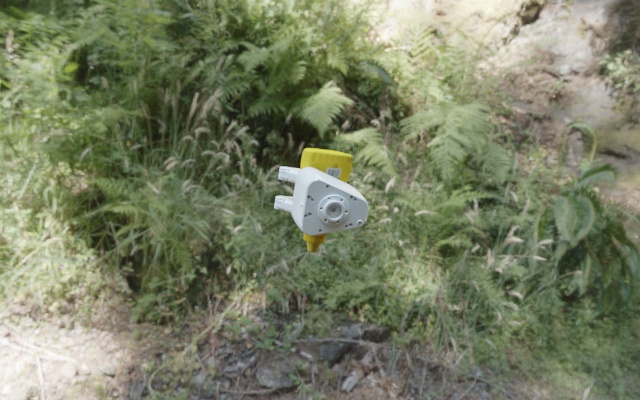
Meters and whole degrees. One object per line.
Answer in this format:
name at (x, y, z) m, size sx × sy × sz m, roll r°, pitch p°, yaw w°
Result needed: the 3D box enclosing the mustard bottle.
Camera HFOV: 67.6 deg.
mustard bottle at (0.000, 0.003, 0.887) m, size 0.096 × 0.191 × 0.058 m, roll 2°, pitch 12°, yaw -35°
